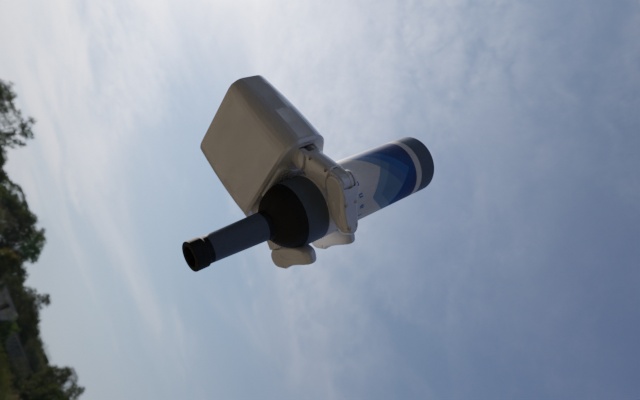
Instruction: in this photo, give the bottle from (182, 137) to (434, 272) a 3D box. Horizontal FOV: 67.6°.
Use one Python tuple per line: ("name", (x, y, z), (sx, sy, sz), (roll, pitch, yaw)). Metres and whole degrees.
("bottle", (0.000, 0.002, 0.485), (0.295, 0.069, 0.069), (-23, 14, -36))
